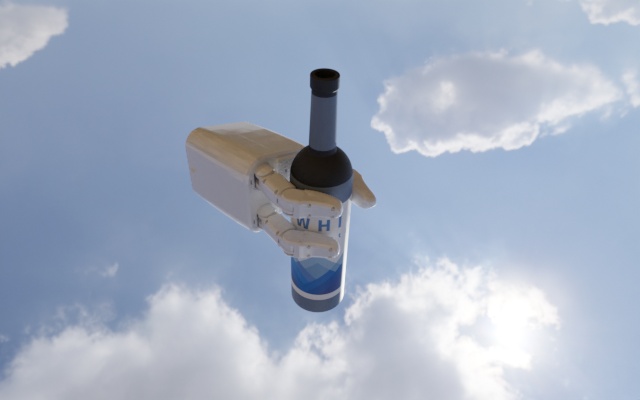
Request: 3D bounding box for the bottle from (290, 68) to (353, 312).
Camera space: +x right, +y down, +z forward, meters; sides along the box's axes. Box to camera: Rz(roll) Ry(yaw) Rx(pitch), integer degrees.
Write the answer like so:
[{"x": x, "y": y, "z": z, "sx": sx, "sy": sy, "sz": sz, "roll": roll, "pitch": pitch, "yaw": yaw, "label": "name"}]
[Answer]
[{"x": 0.000, "y": 0.002, "z": 0.520, "sx": 0.069, "sy": 0.296, "sz": 0.069, "roll": 1, "pitch": 38, "yaw": -1, "label": "bottle"}]
